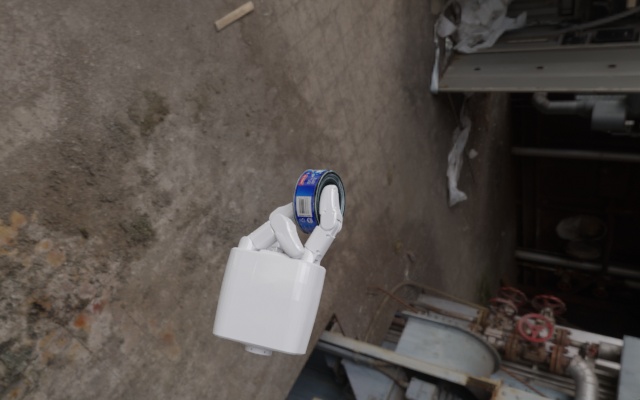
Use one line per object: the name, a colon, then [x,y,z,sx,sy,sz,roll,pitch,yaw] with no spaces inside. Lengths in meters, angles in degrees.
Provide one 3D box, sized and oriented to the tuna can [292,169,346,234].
tuna can: [0.001,0.002,0.625,0.034,0.086,0.086,1,1,30]
